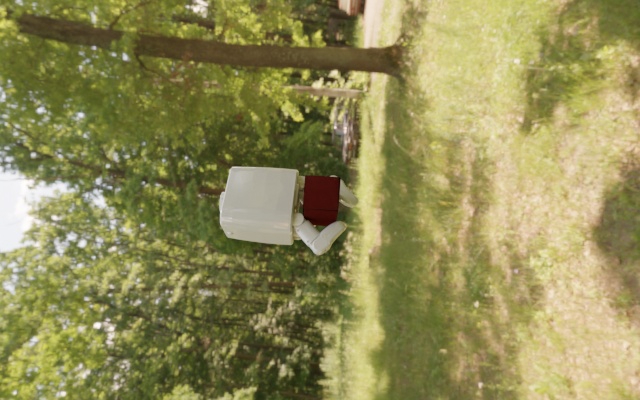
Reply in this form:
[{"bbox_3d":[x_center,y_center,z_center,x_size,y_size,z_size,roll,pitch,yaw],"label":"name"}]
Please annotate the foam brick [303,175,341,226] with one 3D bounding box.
[{"bbox_3d":[0.000,0.002,0.703,0.051,0.053,0.078,5,-21,0],"label":"foam brick"}]
